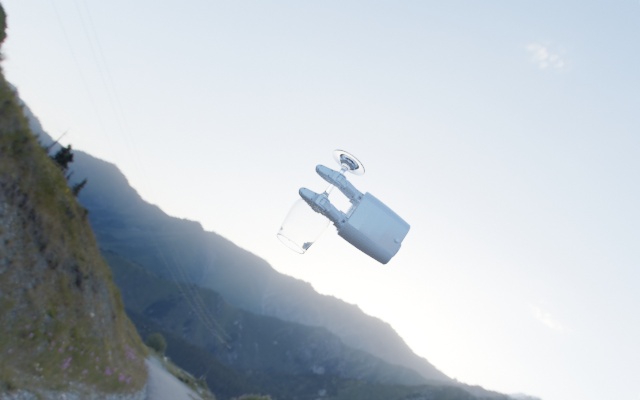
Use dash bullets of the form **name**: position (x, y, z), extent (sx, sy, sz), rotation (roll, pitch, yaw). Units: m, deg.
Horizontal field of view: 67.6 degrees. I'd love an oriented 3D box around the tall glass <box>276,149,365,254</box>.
- **tall glass**: position (0.000, 0.002, 0.893), extent (0.079, 0.201, 0.079), rotation (32, -19, 12)
